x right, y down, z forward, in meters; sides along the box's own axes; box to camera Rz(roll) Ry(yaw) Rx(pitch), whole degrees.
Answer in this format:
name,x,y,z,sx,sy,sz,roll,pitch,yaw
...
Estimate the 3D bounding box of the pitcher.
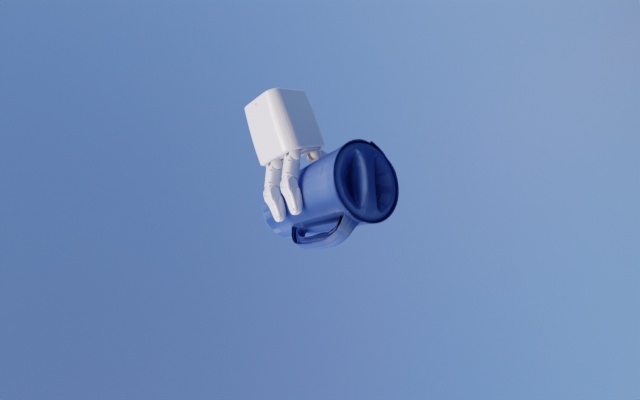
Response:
name,x,y,z,sx,sy,sz,roll,pitch,yaw
pitcher,0.000,0.002,0.807,0.149,0.145,0.243,-16,-3,-39
